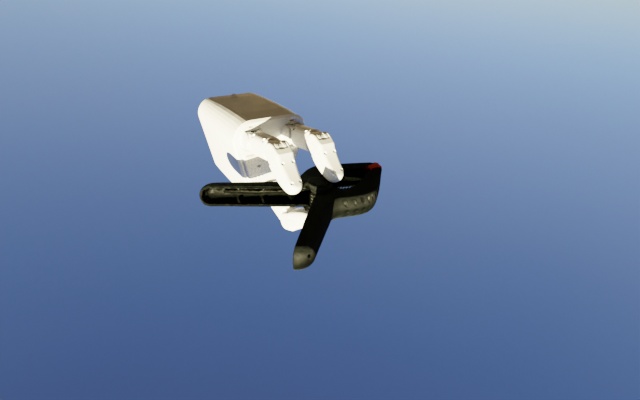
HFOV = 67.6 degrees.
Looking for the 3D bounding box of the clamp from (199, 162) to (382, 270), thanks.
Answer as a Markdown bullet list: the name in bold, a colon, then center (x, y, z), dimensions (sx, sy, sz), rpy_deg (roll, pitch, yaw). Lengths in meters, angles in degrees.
- **clamp**: center (0.000, 0.002, 0.514), dimensions (0.210, 0.036, 0.164), rpy_deg (-16, 36, -33)
